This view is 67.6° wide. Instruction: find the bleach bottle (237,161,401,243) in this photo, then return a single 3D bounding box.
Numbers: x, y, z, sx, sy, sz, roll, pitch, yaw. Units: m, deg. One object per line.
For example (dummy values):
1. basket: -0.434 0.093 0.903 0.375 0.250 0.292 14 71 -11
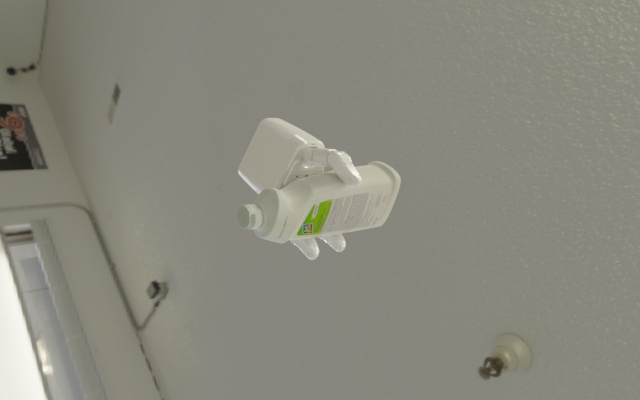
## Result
1. bleach bottle: 0.000 0.002 0.658 0.251 0.103 0.068 -7 33 -43
